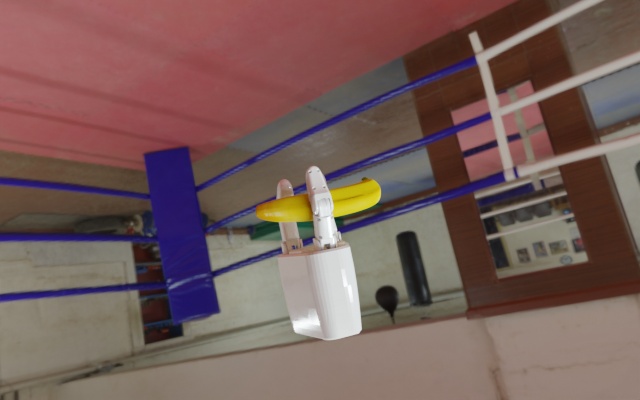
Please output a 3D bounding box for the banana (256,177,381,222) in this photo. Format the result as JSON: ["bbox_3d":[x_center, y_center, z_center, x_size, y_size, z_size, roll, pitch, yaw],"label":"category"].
[{"bbox_3d":[0.014,0.001,0.616,0.198,0.037,0.069,-14,8,-38],"label":"banana"}]
